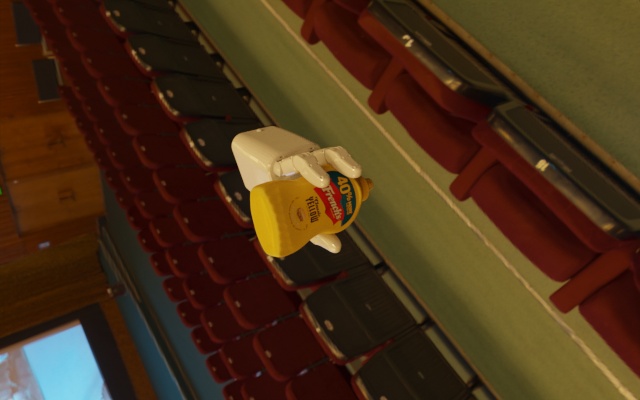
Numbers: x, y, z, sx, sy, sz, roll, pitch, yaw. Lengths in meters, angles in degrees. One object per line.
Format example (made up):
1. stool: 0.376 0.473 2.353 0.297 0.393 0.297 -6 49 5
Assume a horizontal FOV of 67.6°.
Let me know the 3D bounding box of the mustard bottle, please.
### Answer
1. mustard bottle: 0.000 0.002 0.657 0.191 0.096 0.058 -21 12 -36
